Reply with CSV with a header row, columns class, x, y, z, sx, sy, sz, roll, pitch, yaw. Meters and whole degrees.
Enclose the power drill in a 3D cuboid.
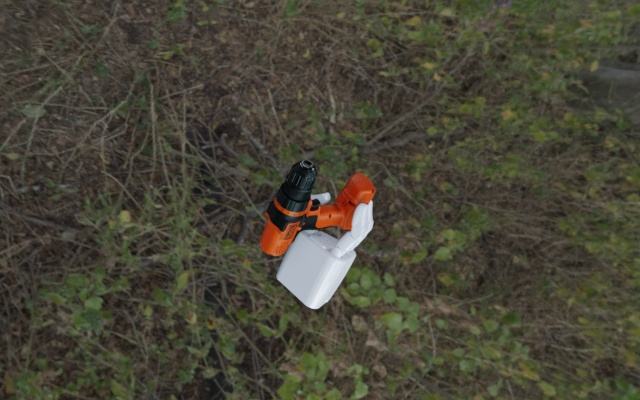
class,x,y,z,sx,sy,sz,roll,pitch,yaw
power drill,0.000,0.003,0.781,0.187,0.184,0.057,-10,51,-39
